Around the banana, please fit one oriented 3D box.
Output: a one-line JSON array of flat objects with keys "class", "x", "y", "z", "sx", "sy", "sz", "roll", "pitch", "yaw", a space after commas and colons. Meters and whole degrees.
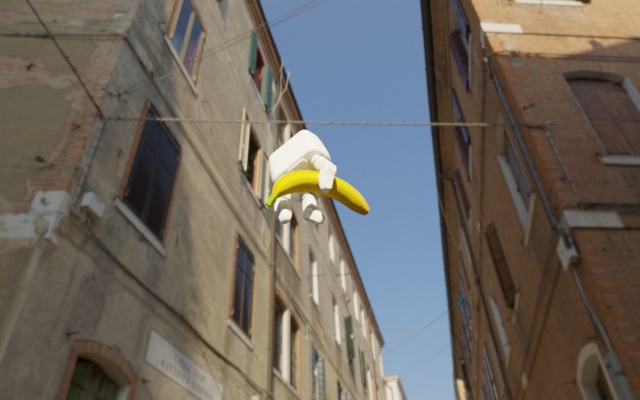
[{"class": "banana", "x": -0.001, "y": -0.016, "z": 0.844, "sx": 0.198, "sy": 0.069, "sz": 0.037, "roll": 6, "pitch": 6, "yaw": -21}]
